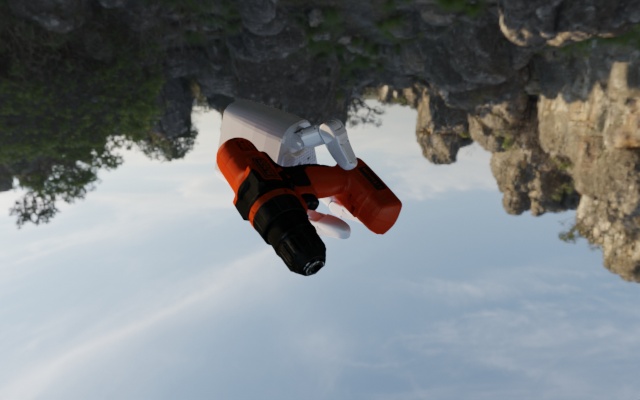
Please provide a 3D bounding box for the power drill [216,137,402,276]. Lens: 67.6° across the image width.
[{"bbox_3d":[0.000,0.002,0.512,0.187,0.057,0.184,2,40,-43],"label":"power drill"}]
